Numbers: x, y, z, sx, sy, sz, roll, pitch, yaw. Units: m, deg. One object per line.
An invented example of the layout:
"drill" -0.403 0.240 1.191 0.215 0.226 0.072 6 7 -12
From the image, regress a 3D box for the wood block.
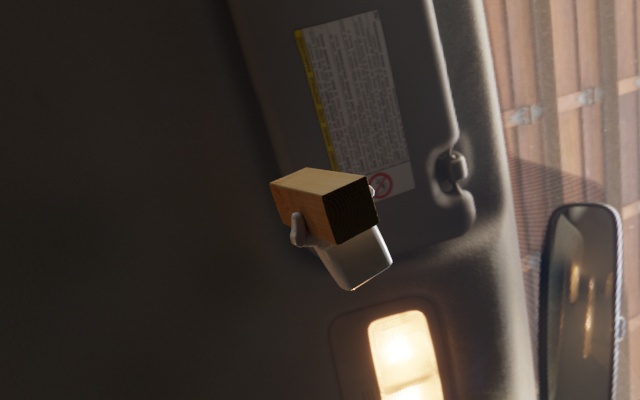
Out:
"wood block" 0.000 0.003 0.853 0.091 0.090 0.206 -26 19 -24
